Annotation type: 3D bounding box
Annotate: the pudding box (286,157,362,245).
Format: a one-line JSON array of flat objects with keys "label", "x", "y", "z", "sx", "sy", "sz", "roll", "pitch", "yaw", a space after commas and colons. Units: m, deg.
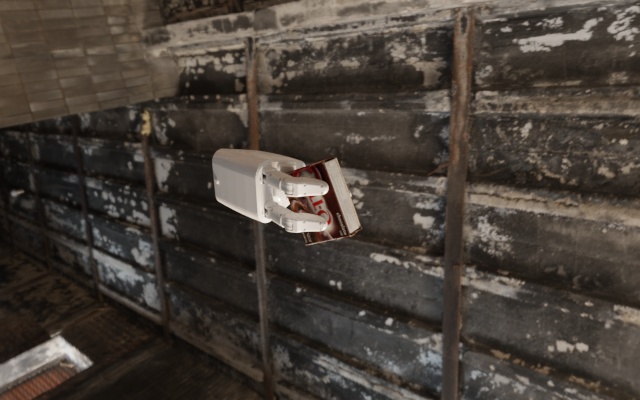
[{"label": "pudding box", "x": 0.000, "y": 0.002, "z": 0.693, "sx": 0.090, "sy": 0.113, "sz": 0.039, "roll": -16, "pitch": 9, "yaw": 43}]
